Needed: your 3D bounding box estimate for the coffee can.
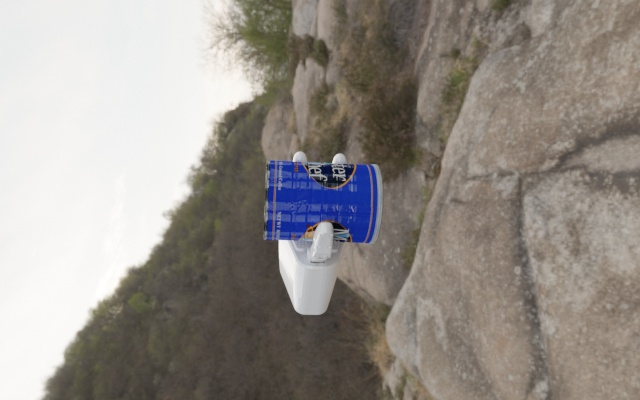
[{"bbox_3d":[0.000,0.002,0.608,0.140,0.103,0.103,2,0,-6],"label":"coffee can"}]
